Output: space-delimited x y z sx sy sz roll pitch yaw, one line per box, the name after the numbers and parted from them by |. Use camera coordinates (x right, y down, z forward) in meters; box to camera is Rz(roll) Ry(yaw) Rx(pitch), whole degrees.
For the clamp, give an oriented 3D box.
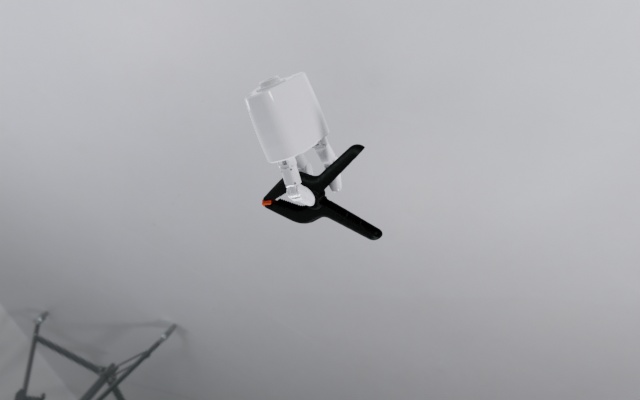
-0.001 0.003 0.800 0.210 0.164 0.036 -10 20 28 | clamp
